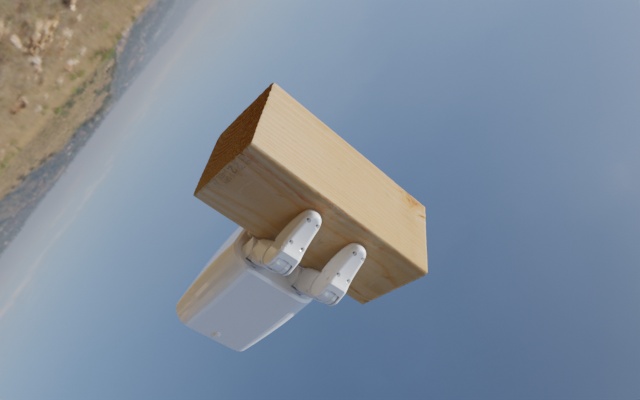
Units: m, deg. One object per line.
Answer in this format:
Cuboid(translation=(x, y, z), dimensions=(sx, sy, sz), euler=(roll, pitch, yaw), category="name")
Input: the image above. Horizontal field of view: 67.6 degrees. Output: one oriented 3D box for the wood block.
Cuboid(translation=(0.000, 0.002, 0.454), dimensions=(0.206, 0.090, 0.090), euler=(36, -51, -25), category="wood block")
